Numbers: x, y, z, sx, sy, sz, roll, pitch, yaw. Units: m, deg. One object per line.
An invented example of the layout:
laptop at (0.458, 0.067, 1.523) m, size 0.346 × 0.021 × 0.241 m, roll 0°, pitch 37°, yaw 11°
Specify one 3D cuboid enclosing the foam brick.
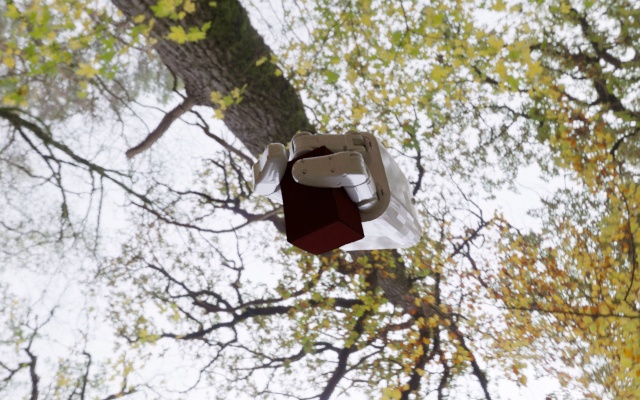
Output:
foam brick at (0.000, 0.002, 0.425) m, size 0.053 × 0.078 × 0.051 m, roll -22°, pitch -31°, yaw 22°
